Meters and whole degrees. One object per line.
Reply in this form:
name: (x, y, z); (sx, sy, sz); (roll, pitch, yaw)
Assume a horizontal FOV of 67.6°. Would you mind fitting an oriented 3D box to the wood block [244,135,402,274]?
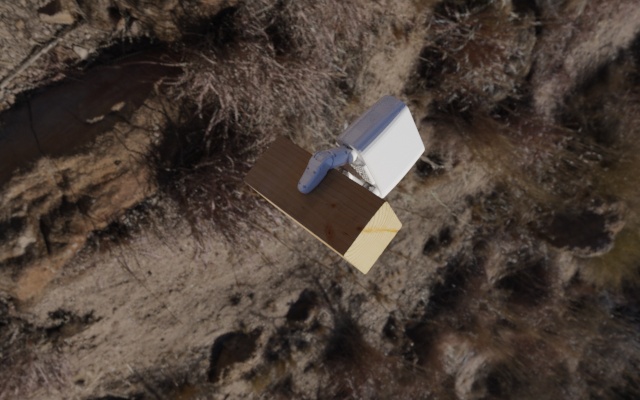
wood block: (0.000, 0.002, 0.683); (0.206, 0.090, 0.091); (34, -7, 33)
